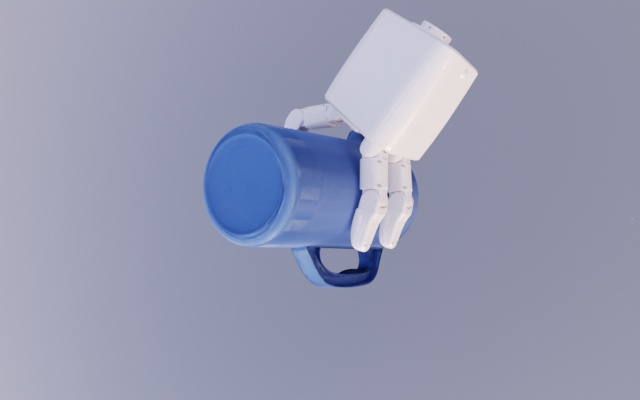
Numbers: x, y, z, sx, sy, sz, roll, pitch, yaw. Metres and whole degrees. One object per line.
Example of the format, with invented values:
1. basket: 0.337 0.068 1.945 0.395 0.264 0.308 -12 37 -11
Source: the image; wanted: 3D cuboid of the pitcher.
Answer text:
1. pitcher: 0.000 0.001 0.504 0.149 0.145 0.243 45 21 26
